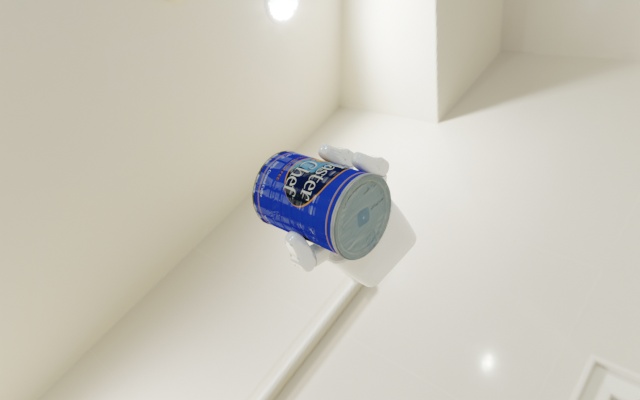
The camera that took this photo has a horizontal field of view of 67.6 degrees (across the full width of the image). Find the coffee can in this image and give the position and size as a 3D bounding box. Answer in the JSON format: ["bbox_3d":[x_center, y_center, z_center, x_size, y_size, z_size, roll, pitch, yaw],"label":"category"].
[{"bbox_3d":[0.000,0.002,0.586,0.140,0.103,0.103,20,13,40],"label":"coffee can"}]
